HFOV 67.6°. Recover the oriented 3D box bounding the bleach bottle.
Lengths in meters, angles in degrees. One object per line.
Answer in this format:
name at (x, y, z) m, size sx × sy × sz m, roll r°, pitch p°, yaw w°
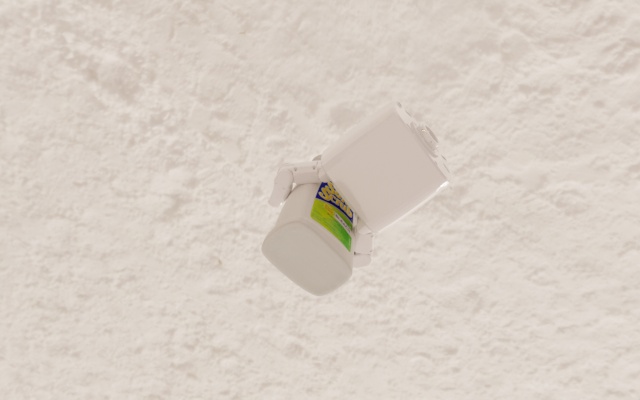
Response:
bleach bottle at (0.000, 0.002, 0.606) m, size 0.068 × 0.102 × 0.250 m, roll -37°, pitch 21°, yaw 25°
